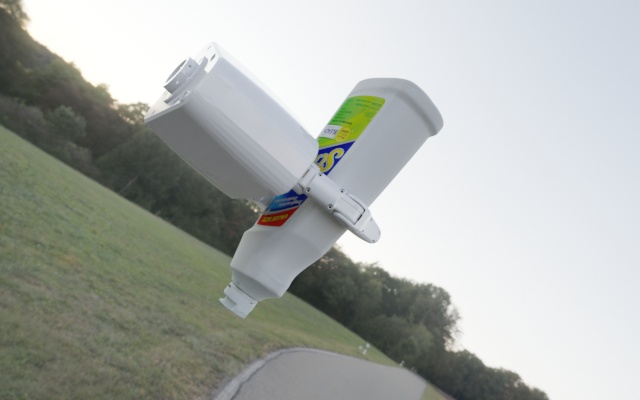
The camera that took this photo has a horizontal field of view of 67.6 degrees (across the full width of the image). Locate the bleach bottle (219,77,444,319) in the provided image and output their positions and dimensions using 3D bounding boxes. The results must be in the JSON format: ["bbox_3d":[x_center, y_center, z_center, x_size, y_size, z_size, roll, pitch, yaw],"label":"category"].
[{"bbox_3d":[0.000,0.001,0.440,0.068,0.251,0.102,42,-9,-31],"label":"bleach bottle"}]
